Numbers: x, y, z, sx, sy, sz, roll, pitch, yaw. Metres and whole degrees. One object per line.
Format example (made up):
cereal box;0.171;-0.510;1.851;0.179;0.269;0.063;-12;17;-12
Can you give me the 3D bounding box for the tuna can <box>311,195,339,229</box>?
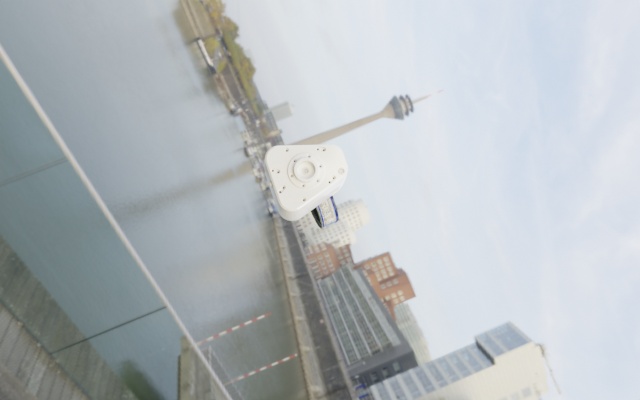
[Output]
tuna can;0.001;0.002;0.818;0.034;0.086;0.086;-21;3;-9
